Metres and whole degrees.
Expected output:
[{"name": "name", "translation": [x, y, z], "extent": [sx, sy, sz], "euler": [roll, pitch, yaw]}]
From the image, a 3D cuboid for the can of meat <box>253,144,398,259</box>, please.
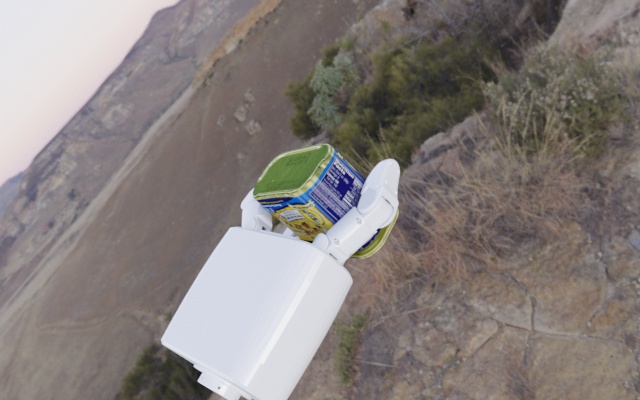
[{"name": "can of meat", "translation": [0.000, 0.001, 0.406], "extent": [0.084, 0.057, 0.102], "euler": [43, -25, -25]}]
